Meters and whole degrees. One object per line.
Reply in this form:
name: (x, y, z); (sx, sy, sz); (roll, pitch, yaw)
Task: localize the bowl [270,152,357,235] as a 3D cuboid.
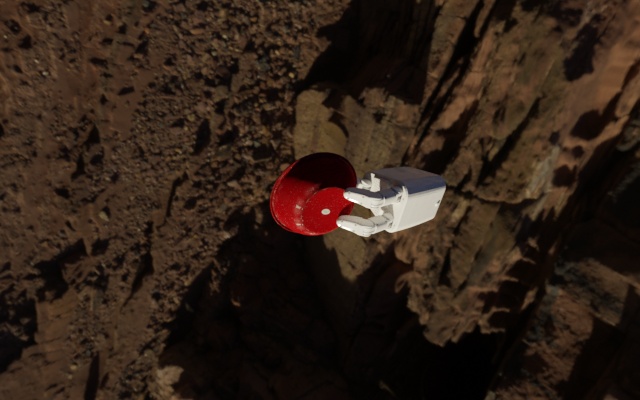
bowl: (-0.001, 0.003, 0.796); (0.162, 0.162, 0.055); (0, 33, -28)
